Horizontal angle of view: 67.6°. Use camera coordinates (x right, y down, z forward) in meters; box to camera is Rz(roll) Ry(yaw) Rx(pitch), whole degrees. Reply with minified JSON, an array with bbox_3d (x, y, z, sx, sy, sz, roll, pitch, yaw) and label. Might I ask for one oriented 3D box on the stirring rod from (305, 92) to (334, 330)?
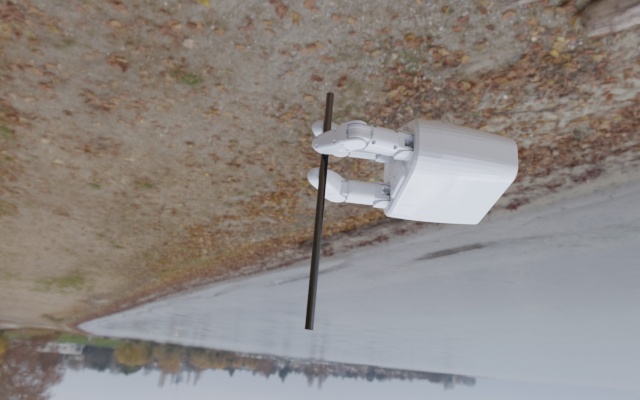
[{"bbox_3d":[0.000,0.001,0.463,0.011,0.239,0.011,5,-19,2],"label":"stirring rod"}]
